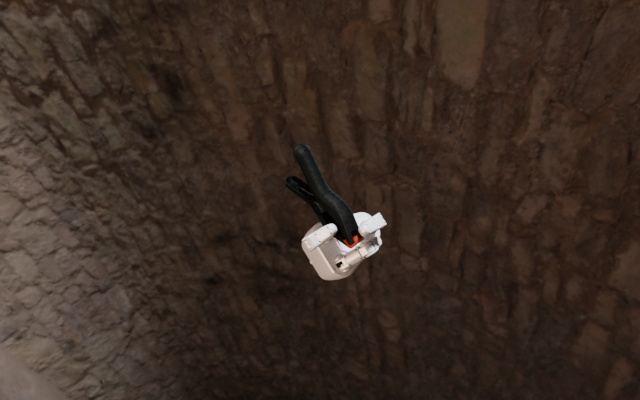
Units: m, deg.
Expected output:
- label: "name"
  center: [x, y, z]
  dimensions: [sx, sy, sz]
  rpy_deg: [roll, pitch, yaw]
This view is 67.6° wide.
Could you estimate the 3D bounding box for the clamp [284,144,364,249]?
- label: "clamp"
  center: [0.001, 0.002, 0.744]
  dimensions: [0.039, 0.171, 0.120]
  rpy_deg: [-31, -5, -18]
